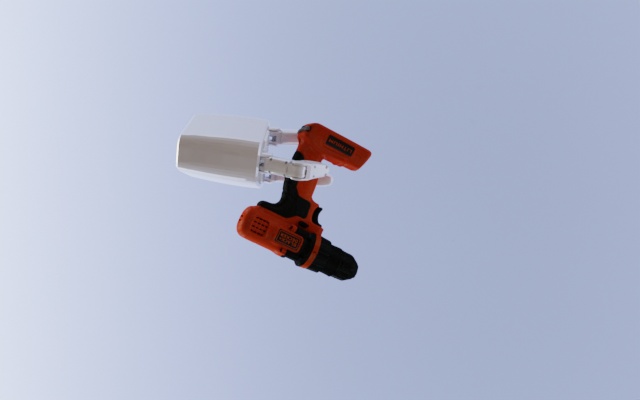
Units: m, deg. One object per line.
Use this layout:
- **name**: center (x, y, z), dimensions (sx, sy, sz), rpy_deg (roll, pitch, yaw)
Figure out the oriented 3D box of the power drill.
- **power drill**: center (0.000, 0.002, 0.665), dimensions (0.184, 0.187, 0.057), rpy_deg (27, -9, -19)
